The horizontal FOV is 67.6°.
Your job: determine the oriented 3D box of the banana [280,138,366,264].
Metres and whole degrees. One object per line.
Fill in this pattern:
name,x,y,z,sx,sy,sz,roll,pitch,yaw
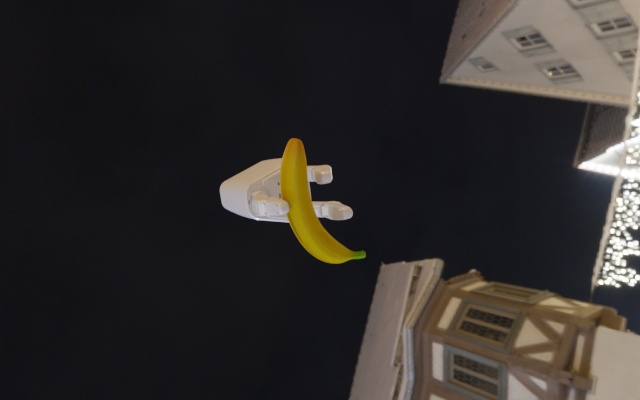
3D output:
banana,-0.012,0.016,0.636,0.069,0.198,0.037,-38,23,-19
